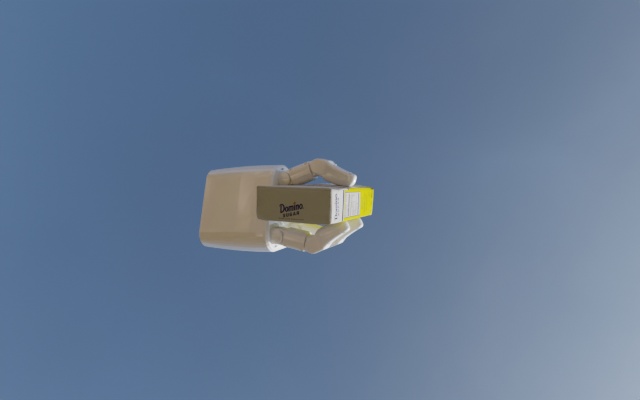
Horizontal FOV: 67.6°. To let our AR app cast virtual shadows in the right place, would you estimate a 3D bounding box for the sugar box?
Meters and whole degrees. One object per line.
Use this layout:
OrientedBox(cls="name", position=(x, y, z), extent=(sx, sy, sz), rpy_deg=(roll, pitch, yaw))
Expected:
OrientedBox(cls="sugar box", position=(0.000, 0.003, 0.603), extent=(0.093, 0.048, 0.176), rpy_deg=(3, 5, 21))
